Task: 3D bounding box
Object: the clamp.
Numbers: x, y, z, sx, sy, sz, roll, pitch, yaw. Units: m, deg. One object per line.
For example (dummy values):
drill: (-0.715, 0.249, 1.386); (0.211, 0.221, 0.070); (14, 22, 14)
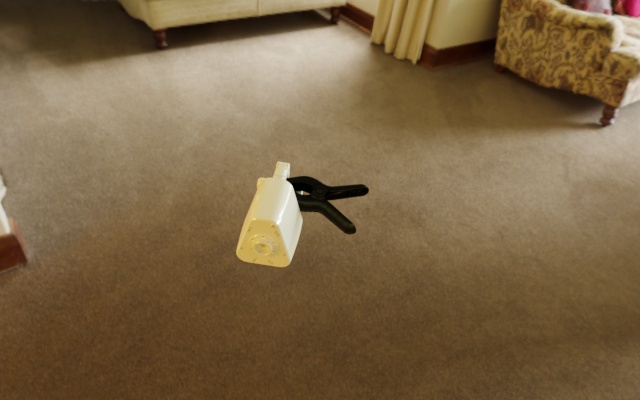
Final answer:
clamp: (0.000, 0.002, 0.862); (0.171, 0.039, 0.120); (8, 40, 2)
